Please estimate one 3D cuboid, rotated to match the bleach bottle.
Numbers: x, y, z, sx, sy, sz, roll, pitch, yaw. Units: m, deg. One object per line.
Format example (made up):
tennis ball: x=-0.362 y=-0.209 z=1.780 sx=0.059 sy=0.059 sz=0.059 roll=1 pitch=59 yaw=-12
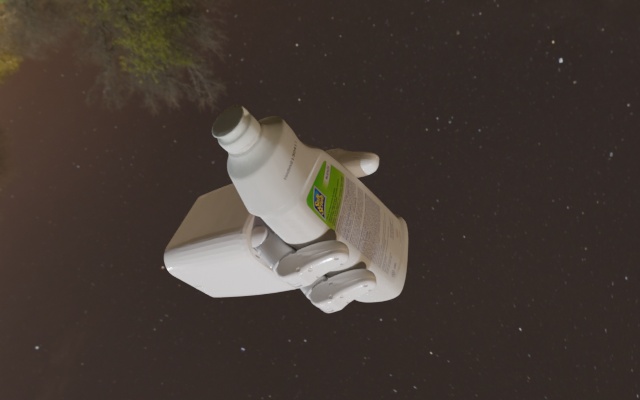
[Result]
bleach bottle: x=0.000 y=0.001 z=0.423 sx=0.068 sy=0.102 sz=0.251 roll=-13 pitch=-37 yaw=29
